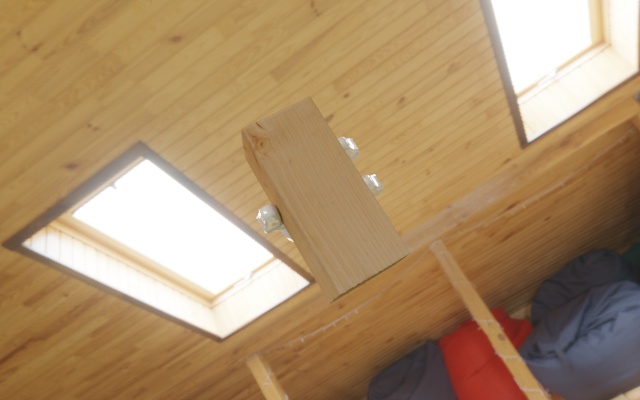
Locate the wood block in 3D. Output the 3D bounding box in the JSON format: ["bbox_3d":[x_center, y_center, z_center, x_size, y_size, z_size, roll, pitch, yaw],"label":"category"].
[{"bbox_3d":[0.000,0.002,0.544,0.091,0.206,0.090,-29,-13,-13],"label":"wood block"}]
